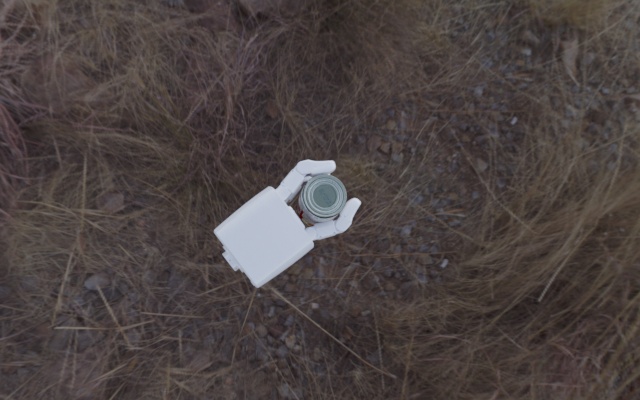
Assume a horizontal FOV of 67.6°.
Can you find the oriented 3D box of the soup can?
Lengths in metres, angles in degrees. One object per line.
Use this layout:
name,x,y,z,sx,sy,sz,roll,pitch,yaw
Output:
soup can,0.001,0.002,0.744,0.068,0.068,0.102,0,-11,-7
